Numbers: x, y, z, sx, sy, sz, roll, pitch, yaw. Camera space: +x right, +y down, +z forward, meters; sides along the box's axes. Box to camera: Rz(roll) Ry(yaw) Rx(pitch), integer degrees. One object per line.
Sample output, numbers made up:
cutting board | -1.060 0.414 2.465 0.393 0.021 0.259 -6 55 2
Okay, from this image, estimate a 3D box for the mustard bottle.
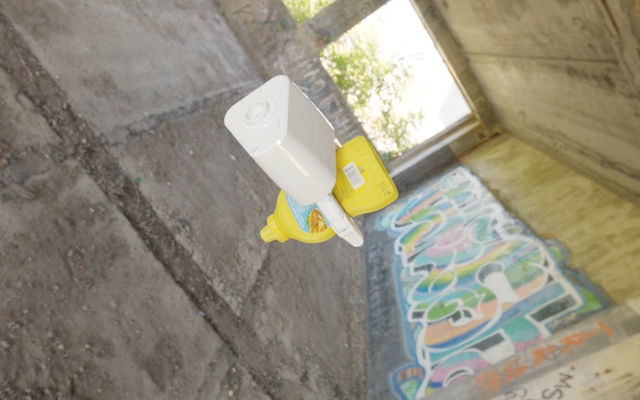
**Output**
mustard bottle | 0.000 0.002 0.641 0.191 0.096 0.058 -31 -16 13
